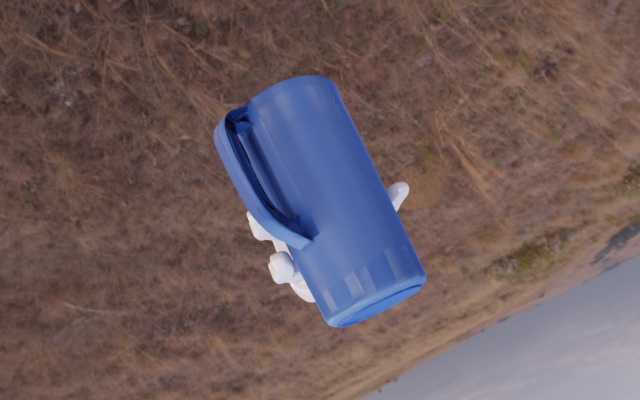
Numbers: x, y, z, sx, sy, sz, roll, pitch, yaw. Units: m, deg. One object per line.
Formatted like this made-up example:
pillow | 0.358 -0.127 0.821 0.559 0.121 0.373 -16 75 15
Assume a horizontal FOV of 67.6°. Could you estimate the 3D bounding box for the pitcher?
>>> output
pitcher | 0.000 0.002 0.494 0.149 0.242 0.145 -24 -20 -7
